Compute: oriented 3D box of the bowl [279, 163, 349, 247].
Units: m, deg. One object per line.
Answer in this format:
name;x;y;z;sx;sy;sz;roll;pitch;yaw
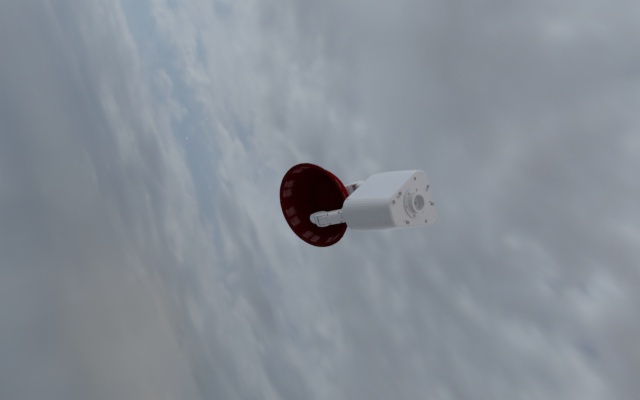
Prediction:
bowl;-0.001;0.003;0.893;0.162;0.162;0.055;0;17;39
